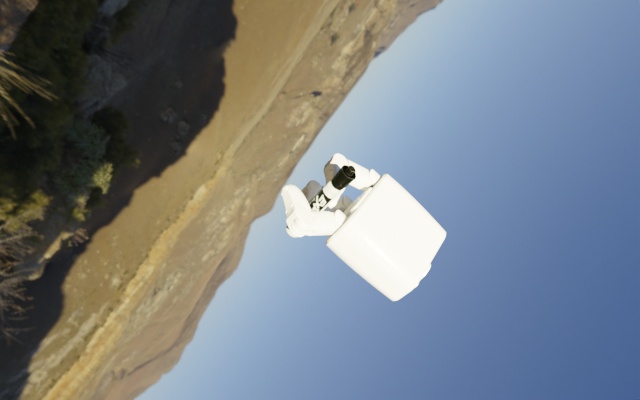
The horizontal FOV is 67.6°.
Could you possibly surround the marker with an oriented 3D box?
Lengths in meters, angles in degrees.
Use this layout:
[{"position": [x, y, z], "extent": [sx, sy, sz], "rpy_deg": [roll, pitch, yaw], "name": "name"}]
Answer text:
[{"position": [0.000, 0.002, 0.524], "extent": [0.020, 0.020, 0.121], "rpy_deg": [0, -35, -41], "name": "marker"}]
